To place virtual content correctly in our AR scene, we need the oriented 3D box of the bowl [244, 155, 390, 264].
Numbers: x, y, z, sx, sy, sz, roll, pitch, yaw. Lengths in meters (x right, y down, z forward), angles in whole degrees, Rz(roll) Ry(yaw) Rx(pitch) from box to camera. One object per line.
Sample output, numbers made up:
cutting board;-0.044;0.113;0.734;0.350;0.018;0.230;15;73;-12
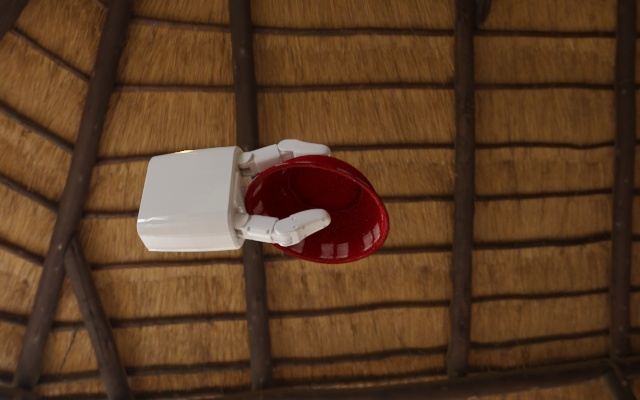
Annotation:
bowl;0.001;0.002;0.539;0.162;0.055;0.162;9;-43;8
